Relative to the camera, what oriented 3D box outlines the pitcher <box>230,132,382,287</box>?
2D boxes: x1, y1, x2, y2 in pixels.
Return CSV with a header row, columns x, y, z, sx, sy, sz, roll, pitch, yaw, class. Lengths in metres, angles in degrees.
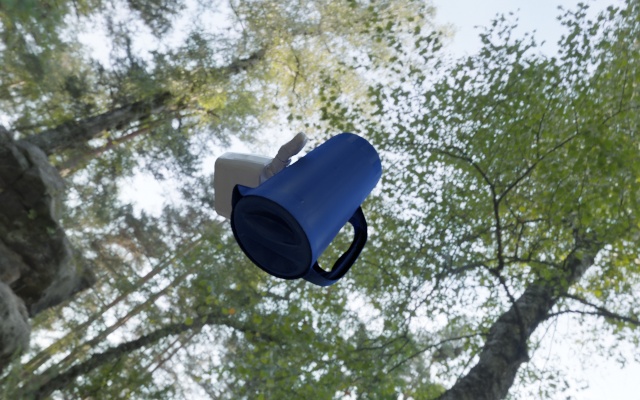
x,y,z,sx,sy,sz,roll,pitch,yaw,class
0.000,0.002,0.700,0.145,0.149,0.242,10,35,32,pitcher
